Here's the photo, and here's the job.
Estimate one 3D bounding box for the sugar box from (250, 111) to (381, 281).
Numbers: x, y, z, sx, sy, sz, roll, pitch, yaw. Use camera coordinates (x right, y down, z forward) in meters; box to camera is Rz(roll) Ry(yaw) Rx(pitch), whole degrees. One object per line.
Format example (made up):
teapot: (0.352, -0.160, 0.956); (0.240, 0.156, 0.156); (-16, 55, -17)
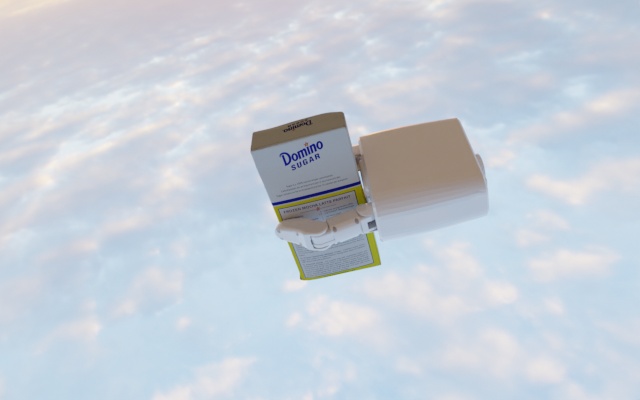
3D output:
sugar box: (0.000, 0.001, 0.492); (0.093, 0.176, 0.048); (-13, 33, 5)
